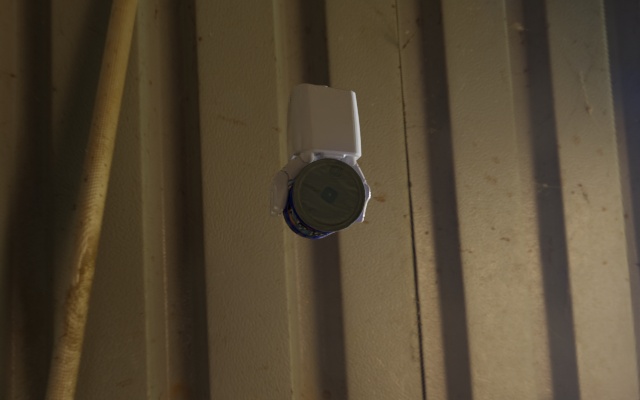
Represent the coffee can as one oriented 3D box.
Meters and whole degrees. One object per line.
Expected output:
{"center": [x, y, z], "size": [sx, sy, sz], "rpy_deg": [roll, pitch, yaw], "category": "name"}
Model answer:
{"center": [0.000, 0.003, 0.721], "size": [0.103, 0.103, 0.140], "rpy_deg": [0, -9, -11], "category": "coffee can"}
